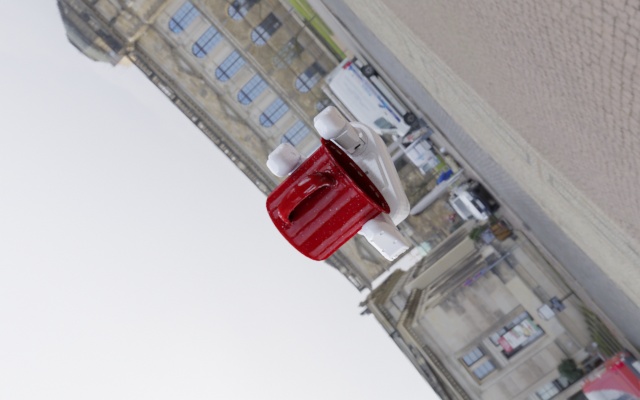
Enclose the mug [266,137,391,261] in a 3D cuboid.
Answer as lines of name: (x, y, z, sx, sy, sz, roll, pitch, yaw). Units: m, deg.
mug: (-0.001, 0.002, 0.431, 0.081, 0.093, 0.117, -42, -15, 13)
